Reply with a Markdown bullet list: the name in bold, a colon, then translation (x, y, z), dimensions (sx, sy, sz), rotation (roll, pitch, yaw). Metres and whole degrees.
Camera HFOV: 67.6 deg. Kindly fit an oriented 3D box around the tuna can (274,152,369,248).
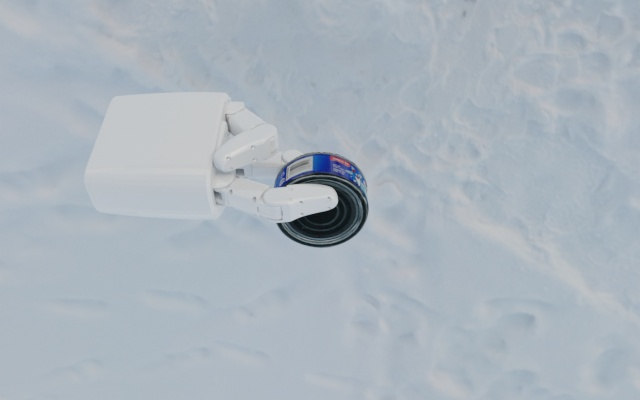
- **tuna can**: translation (0.000, 0.002, 0.426), dimensions (0.086, 0.086, 0.033), rotation (0, 38, 0)
